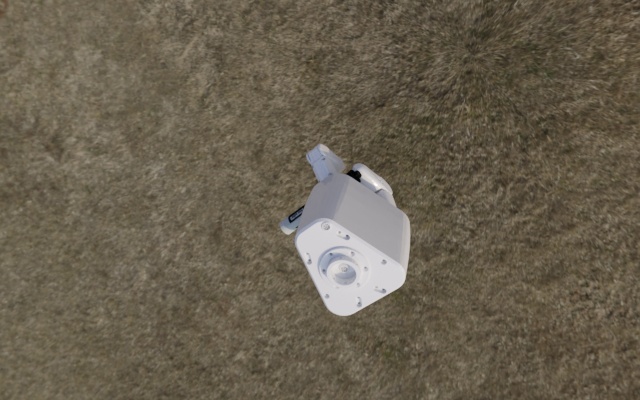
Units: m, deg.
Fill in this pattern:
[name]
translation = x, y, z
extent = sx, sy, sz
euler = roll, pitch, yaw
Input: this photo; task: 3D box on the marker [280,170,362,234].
[marker]
translation = 0.000, 0.002, 0.569
extent = 0.121, 0.020, 0.020
euler = -36, -16, 23
